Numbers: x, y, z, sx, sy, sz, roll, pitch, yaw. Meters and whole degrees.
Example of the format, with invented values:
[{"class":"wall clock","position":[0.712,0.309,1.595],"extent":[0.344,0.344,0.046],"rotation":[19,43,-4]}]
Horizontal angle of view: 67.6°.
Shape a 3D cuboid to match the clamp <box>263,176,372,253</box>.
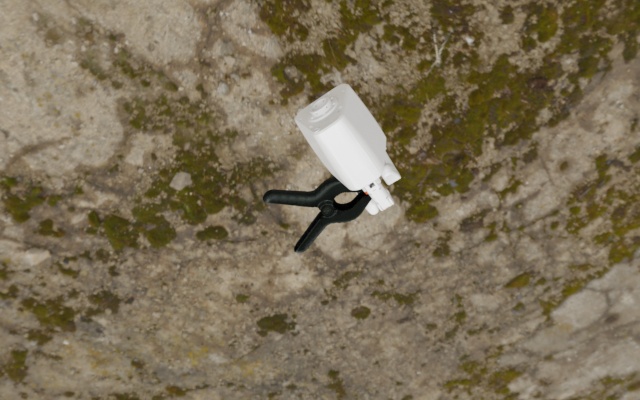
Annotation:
[{"class":"clamp","position":[0.000,0.003,0.734],"extent":[0.171,0.120,0.039],"rotation":[-32,31,13]}]
